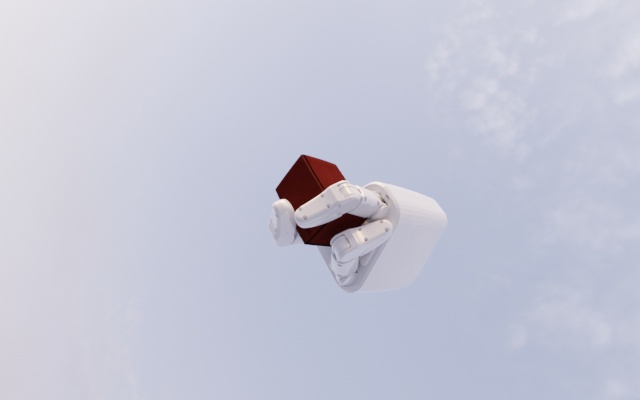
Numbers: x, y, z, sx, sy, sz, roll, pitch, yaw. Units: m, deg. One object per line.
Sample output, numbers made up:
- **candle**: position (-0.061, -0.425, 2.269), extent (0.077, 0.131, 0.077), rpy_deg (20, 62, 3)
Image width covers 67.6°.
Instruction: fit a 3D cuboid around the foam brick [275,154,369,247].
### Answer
- **foam brick**: position (0.000, 0.001, 0.484), extent (0.051, 0.078, 0.053), rpy_deg (9, -49, -46)
